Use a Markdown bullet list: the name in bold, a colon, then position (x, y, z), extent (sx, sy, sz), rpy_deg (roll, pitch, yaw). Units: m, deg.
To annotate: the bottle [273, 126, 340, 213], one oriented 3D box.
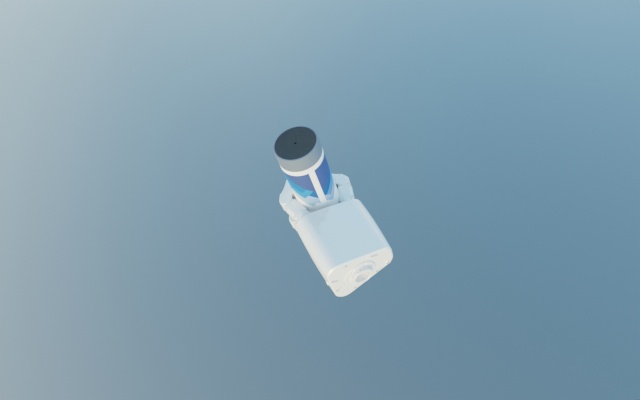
- **bottle**: position (0.000, 0.002, 0.785), extent (0.069, 0.069, 0.296), rpy_deg (0, -34, 17)
